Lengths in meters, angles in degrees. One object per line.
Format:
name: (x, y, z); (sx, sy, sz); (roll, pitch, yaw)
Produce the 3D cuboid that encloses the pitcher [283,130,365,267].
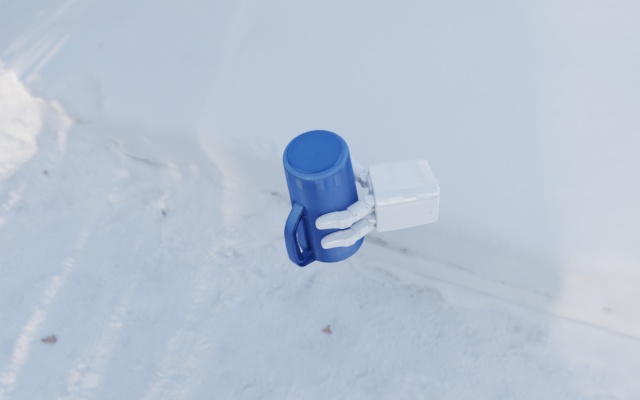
pitcher: (0.000, 0.003, 0.839); (0.145, 0.149, 0.243); (-9, -38, 3)
